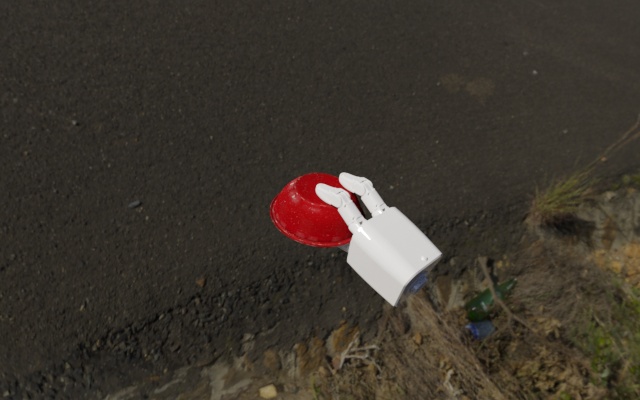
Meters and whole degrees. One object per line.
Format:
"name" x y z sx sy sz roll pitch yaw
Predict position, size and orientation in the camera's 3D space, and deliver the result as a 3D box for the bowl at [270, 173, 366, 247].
"bowl" -0.001 0.002 0.780 0.162 0.055 0.162 7 36 -5
